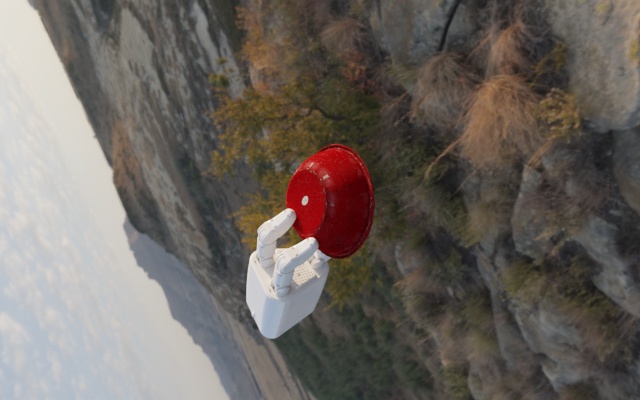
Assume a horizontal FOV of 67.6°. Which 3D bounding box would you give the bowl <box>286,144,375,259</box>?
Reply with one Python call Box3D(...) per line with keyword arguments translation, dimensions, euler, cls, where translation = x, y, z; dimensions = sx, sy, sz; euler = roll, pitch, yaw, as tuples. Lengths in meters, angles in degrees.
Box3D(translation=(0.000, 0.001, 0.658), dimensions=(0.055, 0.162, 0.162), euler=(-1, 1, -38), cls="bowl")
